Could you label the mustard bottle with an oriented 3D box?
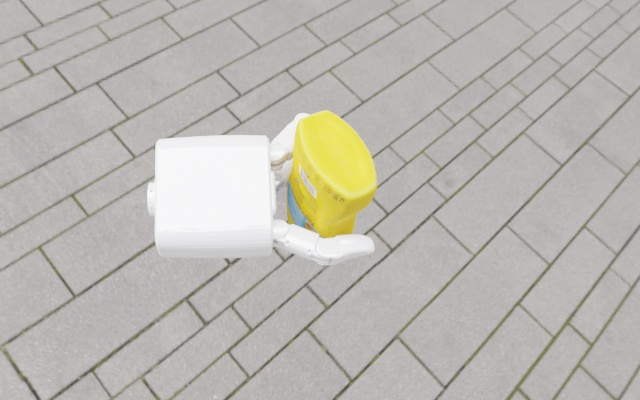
[{"bbox_3d":[0.000,0.001,0.498,0.058,0.096,0.192,-24,-22,-21],"label":"mustard bottle"}]
